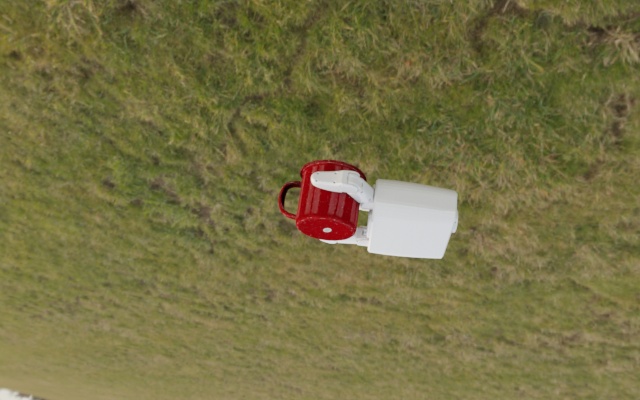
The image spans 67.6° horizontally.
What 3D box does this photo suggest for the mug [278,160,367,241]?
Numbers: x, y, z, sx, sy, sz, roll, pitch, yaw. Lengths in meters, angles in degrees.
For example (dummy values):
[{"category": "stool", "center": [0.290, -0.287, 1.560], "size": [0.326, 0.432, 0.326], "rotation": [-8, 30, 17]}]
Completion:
[{"category": "mug", "center": [-0.001, 0.002, 0.645], "size": [0.117, 0.081, 0.093], "rotation": [5, -25, 7]}]
